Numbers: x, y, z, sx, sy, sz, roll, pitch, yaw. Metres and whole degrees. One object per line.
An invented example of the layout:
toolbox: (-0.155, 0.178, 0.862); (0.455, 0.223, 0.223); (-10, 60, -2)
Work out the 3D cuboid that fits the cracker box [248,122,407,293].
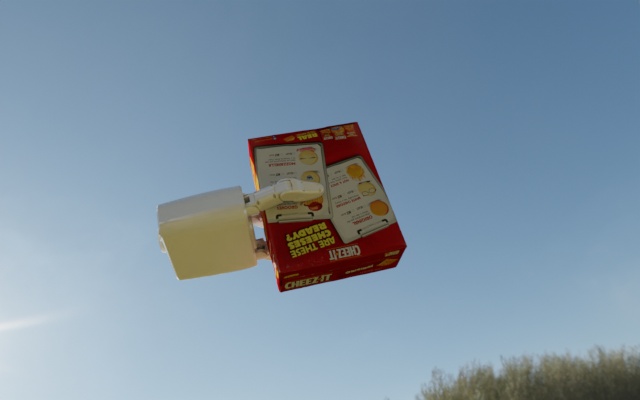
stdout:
cracker box: (0.000, 0.002, 0.650); (0.164, 0.213, 0.072); (-11, -32, -11)
